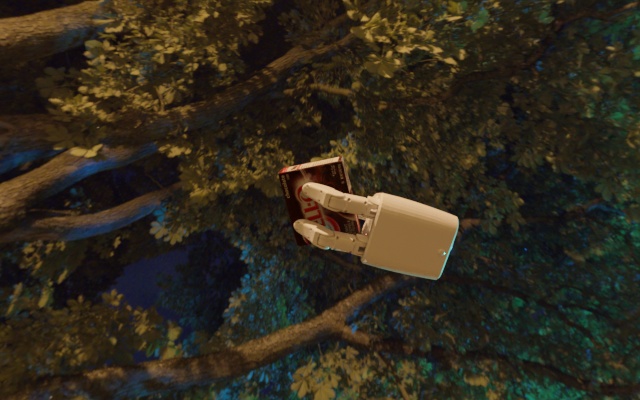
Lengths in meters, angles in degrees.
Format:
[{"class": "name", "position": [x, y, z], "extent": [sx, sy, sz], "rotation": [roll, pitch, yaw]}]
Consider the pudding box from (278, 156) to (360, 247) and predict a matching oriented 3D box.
[{"class": "pudding box", "position": [0.000, 0.002, 0.659], "extent": [0.090, 0.113, 0.039], "rotation": [-11, 15, 11]}]
